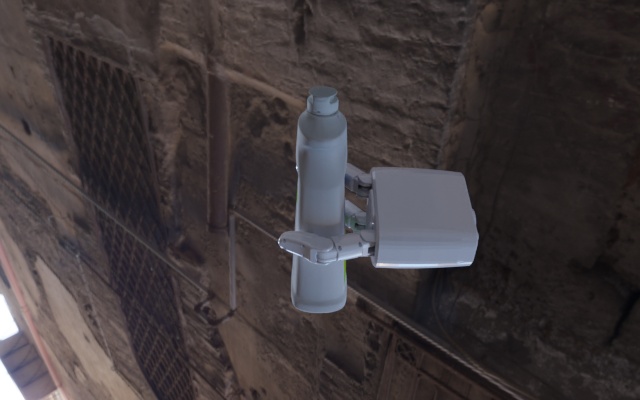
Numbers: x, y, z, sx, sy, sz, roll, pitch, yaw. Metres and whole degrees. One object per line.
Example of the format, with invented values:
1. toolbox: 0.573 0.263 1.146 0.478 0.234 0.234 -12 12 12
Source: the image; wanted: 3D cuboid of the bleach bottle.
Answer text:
1. bleach bottle: 0.000 0.002 0.531 0.068 0.251 0.102 0 34 -1
